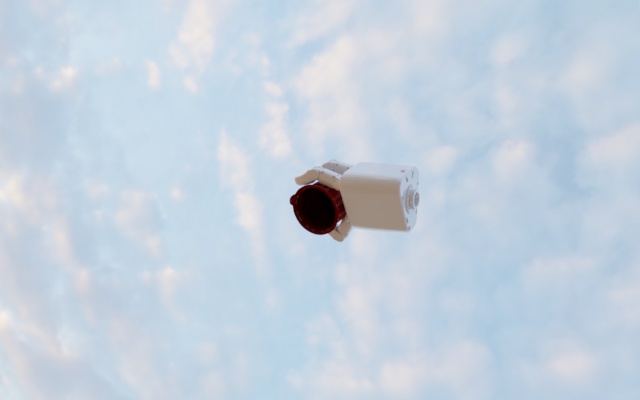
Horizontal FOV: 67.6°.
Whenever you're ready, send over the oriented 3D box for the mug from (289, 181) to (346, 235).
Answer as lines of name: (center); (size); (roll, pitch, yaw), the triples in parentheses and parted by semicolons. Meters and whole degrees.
mug: (-0.001, 0.003, 0.862); (0.117, 0.093, 0.081); (7, 23, 30)
